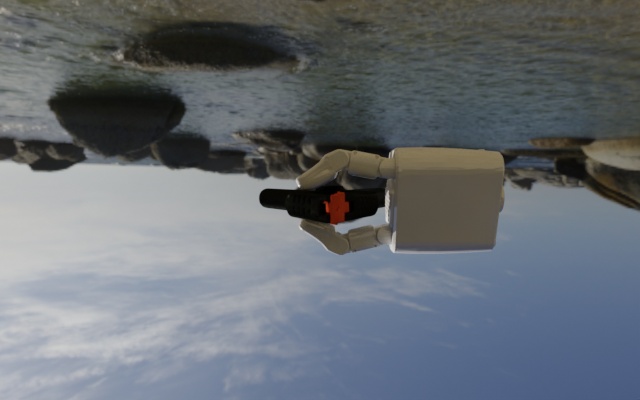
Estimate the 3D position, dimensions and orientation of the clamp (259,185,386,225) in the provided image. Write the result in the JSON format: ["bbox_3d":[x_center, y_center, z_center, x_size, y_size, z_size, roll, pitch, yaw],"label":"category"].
[{"bbox_3d":[0.000,0.003,0.520,0.164,0.036,0.210,-1,3,4],"label":"clamp"}]
